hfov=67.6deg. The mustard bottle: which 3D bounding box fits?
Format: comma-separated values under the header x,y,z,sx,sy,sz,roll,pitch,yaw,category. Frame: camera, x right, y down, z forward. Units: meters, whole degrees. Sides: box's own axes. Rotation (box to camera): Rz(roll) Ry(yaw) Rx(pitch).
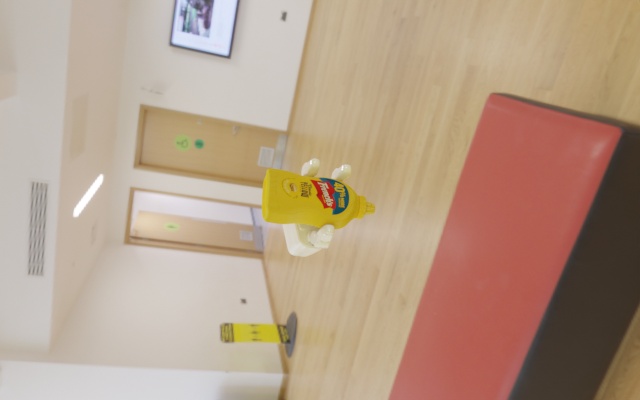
x,y,z,sx,sy,sz,roll,pitch,yaw,category
0.000,0.002,0.801,0.191,0.096,0.058,8,-43,-15,mustard bottle
